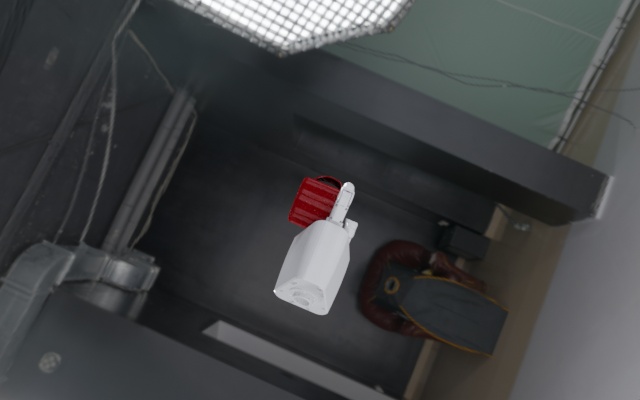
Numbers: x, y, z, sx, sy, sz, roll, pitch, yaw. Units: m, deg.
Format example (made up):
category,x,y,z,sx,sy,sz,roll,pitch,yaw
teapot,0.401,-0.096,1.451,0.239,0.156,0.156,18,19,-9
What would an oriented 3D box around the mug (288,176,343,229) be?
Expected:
category,x,y,z,sx,sy,sz,roll,pitch,yaw
mug,0.000,0.001,0.809,0.081,0.117,0.093,22,-35,0
